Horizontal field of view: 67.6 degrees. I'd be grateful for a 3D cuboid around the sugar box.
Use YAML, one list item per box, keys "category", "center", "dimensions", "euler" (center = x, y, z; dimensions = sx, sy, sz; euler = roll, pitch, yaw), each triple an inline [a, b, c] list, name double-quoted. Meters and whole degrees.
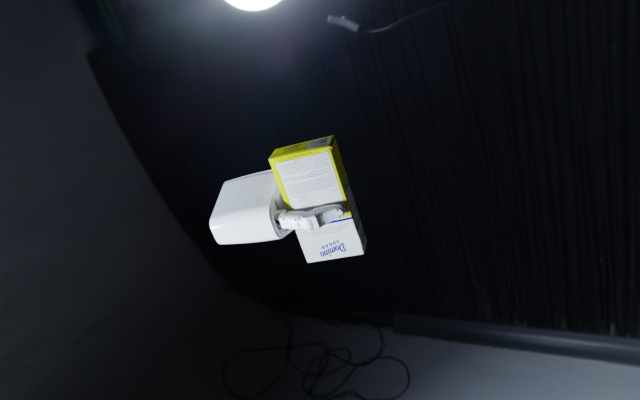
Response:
- category: "sugar box"
  center: [0.000, 0.002, 0.692]
  dimensions: [0.093, 0.176, 0.048]
  euler: [-11, 27, 17]
